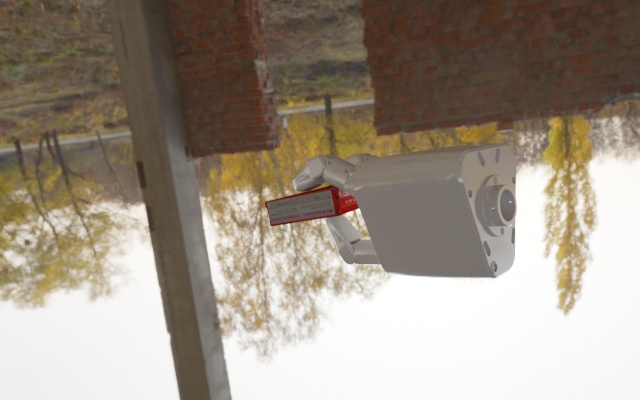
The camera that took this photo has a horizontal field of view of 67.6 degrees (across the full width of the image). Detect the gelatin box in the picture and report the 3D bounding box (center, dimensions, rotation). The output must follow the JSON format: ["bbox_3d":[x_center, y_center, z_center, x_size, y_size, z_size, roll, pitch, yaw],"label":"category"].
[{"bbox_3d":[0.000,0.002,0.495,0.089,0.030,0.073,-12,2,35],"label":"gelatin box"}]
